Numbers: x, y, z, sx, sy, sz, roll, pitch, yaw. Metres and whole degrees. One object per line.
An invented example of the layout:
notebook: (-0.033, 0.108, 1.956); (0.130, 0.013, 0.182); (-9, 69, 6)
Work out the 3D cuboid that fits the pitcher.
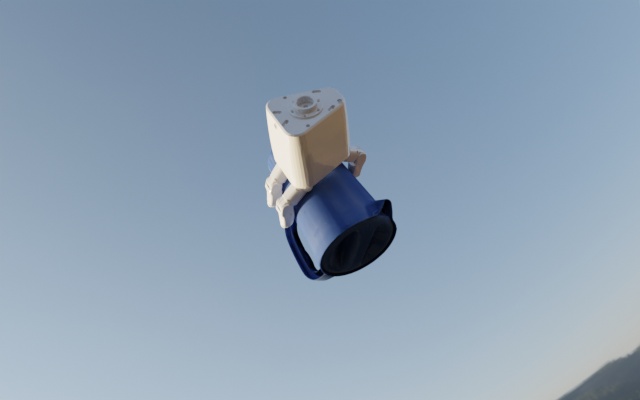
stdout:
pitcher: (0.000, 0.002, 0.789); (0.149, 0.242, 0.145); (-24, -37, -14)
